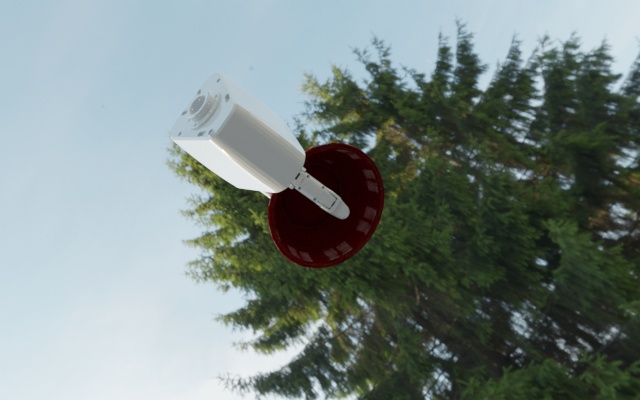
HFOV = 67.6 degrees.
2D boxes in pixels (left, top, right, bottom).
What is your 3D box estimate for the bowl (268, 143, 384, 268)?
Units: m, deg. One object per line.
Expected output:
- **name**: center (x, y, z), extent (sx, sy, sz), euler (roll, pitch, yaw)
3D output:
- **bowl**: center (0.001, 0.003, 0.610), extent (0.162, 0.162, 0.055), euler (0, 16, -28)
